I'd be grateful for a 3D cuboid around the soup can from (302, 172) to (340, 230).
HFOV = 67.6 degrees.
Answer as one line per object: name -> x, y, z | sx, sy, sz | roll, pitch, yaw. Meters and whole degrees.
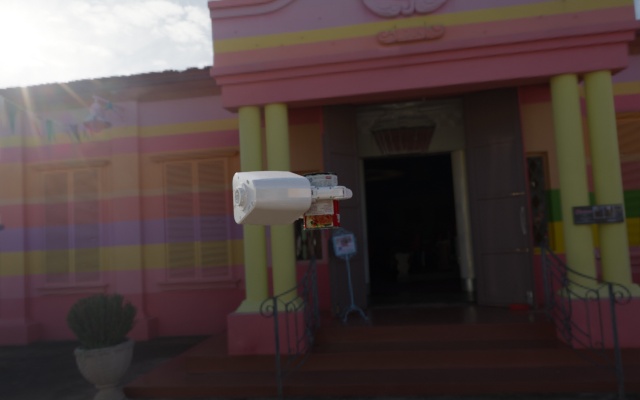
soup can -> 0.001, 0.003, 0.884 | 0.068, 0.102, 0.068 | -3, -4, 0
